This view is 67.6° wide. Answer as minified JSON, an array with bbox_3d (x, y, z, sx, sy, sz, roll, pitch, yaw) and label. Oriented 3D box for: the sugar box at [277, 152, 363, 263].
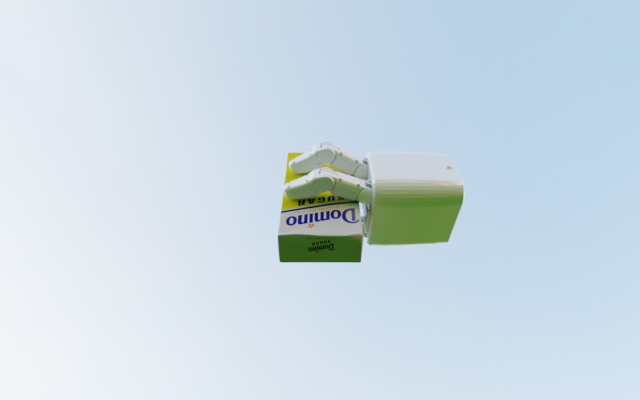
[{"bbox_3d":[0.000,0.001,0.580,0.093,0.048,0.176,0,33,0],"label":"sugar box"}]
